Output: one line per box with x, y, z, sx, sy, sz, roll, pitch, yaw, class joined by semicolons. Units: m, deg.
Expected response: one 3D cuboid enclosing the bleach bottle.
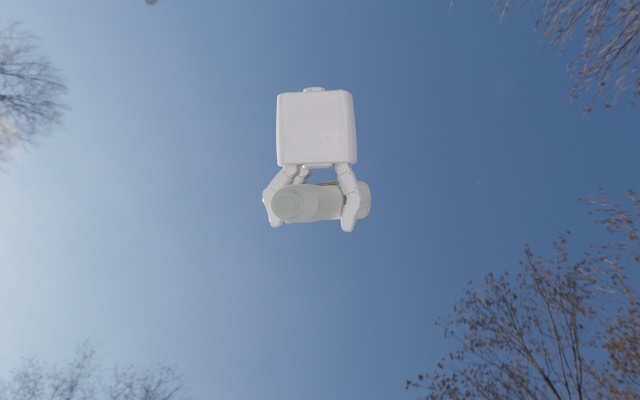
0.000;0.002;0.724;0.102;0.068;0.251;0;2;18;bleach bottle
